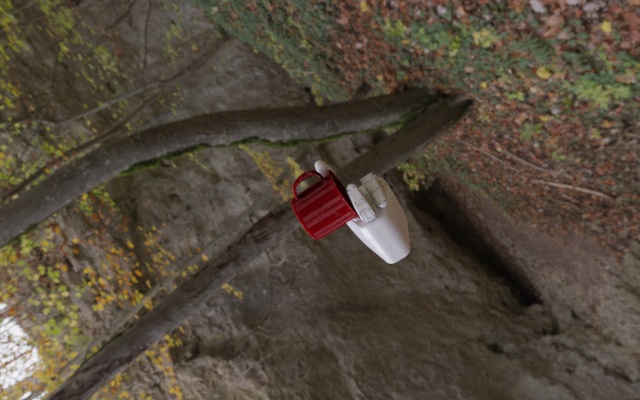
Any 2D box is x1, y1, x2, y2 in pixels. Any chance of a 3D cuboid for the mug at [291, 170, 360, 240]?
[{"bbox_3d":[-0.001,0.002,0.769,0.081,0.117,0.093,-33,33,9],"label":"mug"}]
